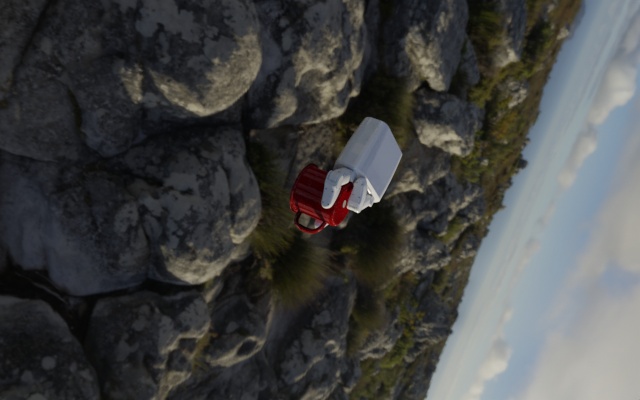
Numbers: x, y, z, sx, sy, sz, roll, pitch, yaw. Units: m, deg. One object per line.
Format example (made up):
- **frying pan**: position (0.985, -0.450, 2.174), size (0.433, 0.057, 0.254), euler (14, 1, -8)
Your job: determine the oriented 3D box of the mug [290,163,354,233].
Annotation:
- **mug**: position (0.000, 0.004, 0.816), size (0.081, 0.117, 0.093), euler (23, -19, 22)
